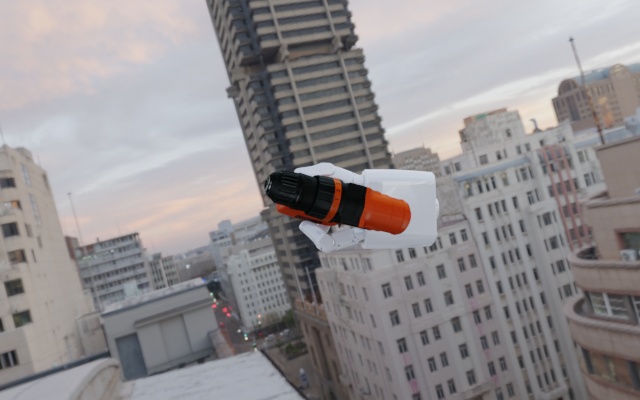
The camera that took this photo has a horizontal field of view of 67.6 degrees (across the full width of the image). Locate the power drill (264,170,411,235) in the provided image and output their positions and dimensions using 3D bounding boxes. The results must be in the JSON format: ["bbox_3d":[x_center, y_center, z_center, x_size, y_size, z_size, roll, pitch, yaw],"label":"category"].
[{"bbox_3d":[0.000,0.002,0.629,0.184,0.057,0.187,16,-3,-19],"label":"power drill"}]
